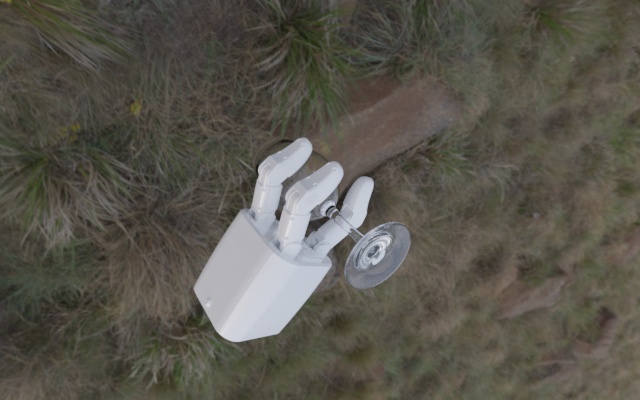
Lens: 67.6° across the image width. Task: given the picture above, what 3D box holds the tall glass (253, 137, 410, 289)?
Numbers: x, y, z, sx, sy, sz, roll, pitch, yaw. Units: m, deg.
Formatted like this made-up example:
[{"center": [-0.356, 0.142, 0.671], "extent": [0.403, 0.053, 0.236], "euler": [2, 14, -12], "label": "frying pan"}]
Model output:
[{"center": [0.001, 0.002, 0.502], "extent": [0.079, 0.079, 0.201], "euler": [0, 31, -38], "label": "tall glass"}]
